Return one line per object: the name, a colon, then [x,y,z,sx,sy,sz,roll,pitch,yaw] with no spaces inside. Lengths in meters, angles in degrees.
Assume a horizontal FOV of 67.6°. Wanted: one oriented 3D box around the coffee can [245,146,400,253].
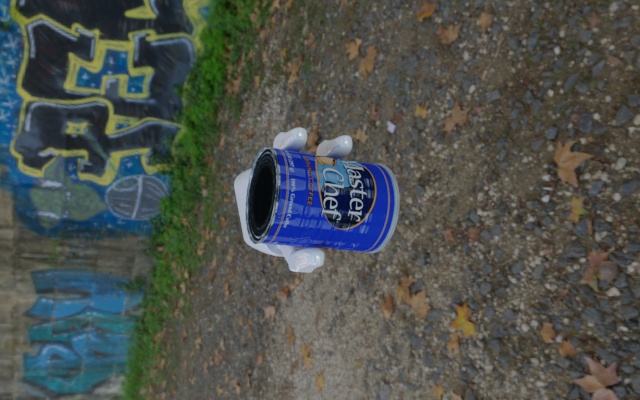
coffee can: [0.000,0.002,0.523,0.140,0.103,0.103,7,-3,-24]
